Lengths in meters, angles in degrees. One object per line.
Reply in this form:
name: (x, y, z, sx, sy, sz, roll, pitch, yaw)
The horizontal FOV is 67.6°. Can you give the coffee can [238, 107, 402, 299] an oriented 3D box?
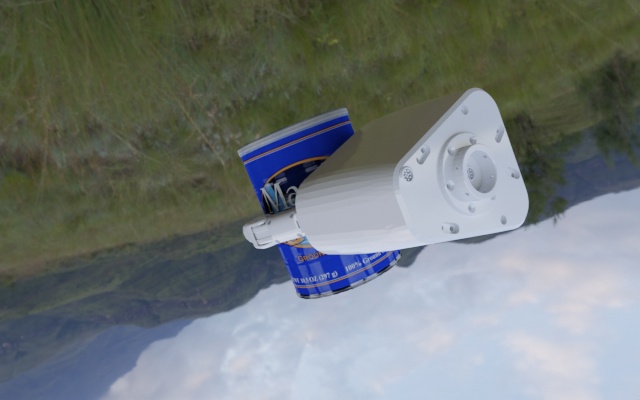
coffee can: (0.000, 0.001, 0.427, 0.103, 0.140, 0.103, -21, 6, 2)
